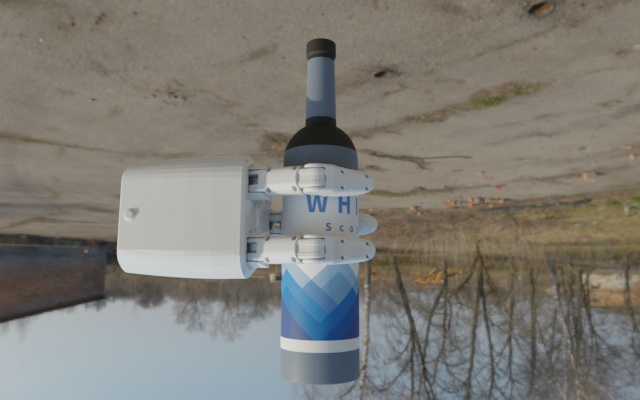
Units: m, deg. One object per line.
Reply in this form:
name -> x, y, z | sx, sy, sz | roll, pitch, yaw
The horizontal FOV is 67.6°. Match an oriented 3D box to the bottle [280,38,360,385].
bottle -> 0.000, 0.002, 0.420 | 0.069, 0.295, 0.069 | 0, -8, 0
